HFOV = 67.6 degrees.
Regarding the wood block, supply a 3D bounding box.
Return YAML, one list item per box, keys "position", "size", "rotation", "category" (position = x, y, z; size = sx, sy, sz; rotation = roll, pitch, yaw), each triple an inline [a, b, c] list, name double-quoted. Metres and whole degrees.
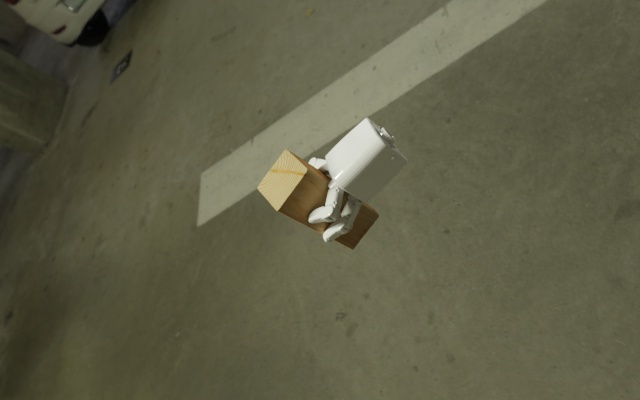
- position: [0.000, 0.002, 0.880]
  size: [0.206, 0.090, 0.090]
  rotation: [31, 10, -41]
  category: "wood block"
